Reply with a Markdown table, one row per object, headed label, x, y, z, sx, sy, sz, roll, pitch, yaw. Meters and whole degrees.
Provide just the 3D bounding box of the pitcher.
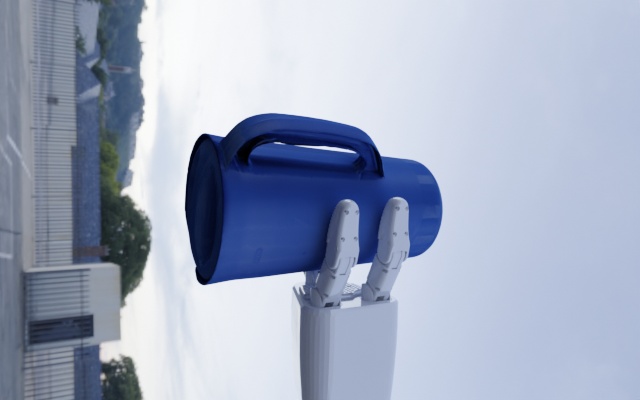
| label | x | y | z | sx | sy | sz | roll | pitch | yaw |
| --- | --- | --- | --- | --- | --- | --- | --- | --- | --- |
| pitcher | 0.000 | 0.002 | 0.463 | 0.243 | 0.145 | 0.149 | 0 | 2 | -28 |
